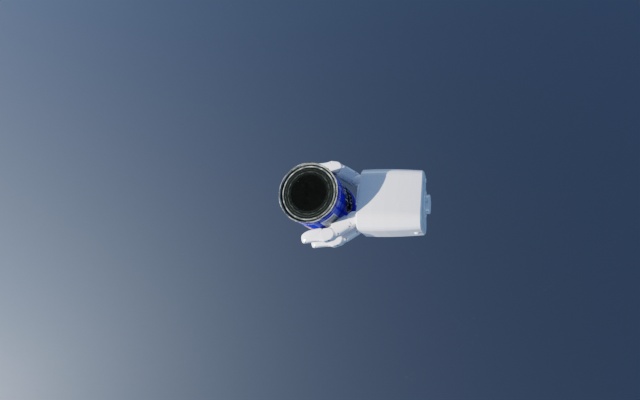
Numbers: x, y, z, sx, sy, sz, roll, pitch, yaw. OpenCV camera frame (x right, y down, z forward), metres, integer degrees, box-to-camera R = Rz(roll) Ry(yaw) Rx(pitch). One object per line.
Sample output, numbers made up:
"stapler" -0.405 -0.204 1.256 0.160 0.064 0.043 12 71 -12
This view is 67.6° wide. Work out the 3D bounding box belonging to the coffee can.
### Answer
"coffee can" 0.000 0.003 0.838 0.103 0.102 0.140 0 -13 18
